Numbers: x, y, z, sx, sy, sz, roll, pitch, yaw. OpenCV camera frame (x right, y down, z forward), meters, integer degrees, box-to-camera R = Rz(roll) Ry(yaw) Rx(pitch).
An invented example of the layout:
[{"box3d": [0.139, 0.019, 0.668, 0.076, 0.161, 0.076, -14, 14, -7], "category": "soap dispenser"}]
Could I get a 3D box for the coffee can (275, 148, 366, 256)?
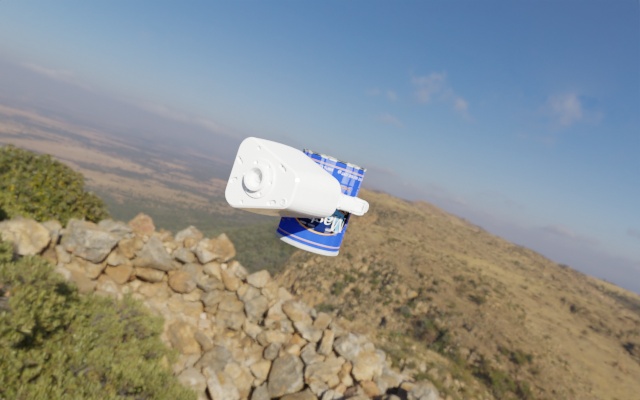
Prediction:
[{"box3d": [0.000, 0.003, 0.737, 0.103, 0.140, 0.103, 19, 4, -1], "category": "coffee can"}]
